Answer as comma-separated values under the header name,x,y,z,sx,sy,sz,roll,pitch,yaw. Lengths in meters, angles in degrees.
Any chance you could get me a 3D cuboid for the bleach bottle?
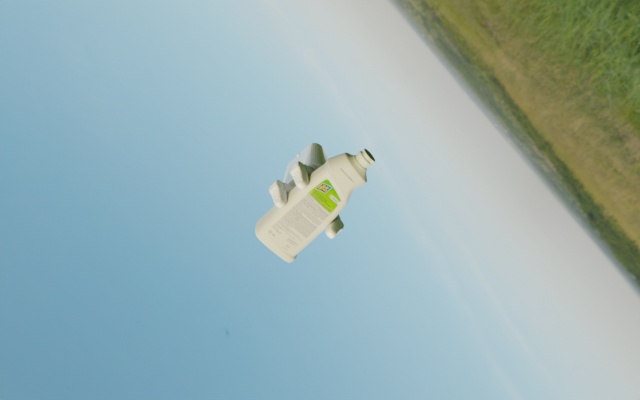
name,x,y,z,sx,sy,sz,roll,pitch,yaw
bleach bottle,0.000,0.003,0.860,0.251,0.102,0.068,-40,23,21
